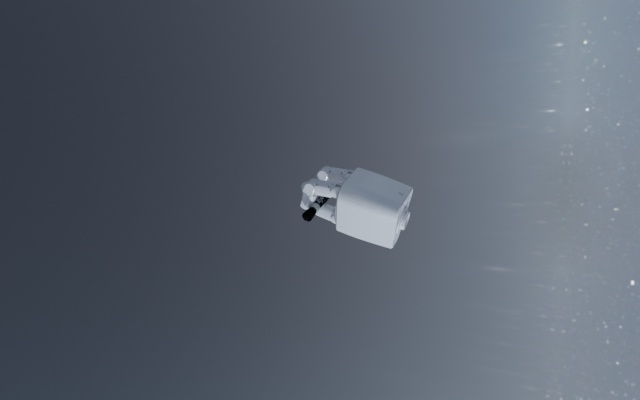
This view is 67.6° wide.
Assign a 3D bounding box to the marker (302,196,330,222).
[{"bbox_3d":[0.000,0.003,0.858,0.020,0.020,0.121,0,27,28],"label":"marker"}]
